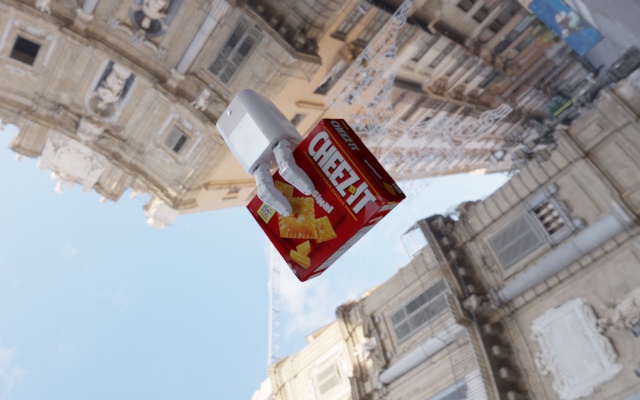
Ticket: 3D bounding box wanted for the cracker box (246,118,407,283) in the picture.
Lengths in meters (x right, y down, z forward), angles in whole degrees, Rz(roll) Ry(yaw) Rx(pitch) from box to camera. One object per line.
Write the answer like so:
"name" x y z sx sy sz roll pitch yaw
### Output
"cracker box" 0.000 0.003 0.753 0.214 0.164 0.072 -46 -17 29
